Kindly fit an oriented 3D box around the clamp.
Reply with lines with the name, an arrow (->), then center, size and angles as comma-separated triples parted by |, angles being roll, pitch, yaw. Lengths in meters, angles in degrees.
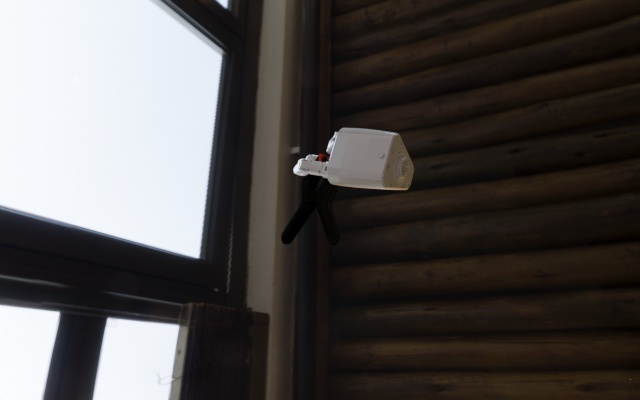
clamp -> 0.000, 0.003, 0.829 | 0.120, 0.171, 0.039 | 9, -12, 35
